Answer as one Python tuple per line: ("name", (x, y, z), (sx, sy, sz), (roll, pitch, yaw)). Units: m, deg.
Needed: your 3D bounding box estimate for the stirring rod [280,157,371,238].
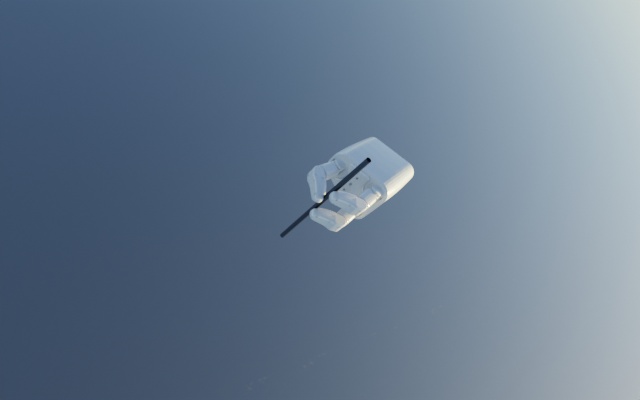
("stirring rod", (0.000, 0.002, 0.729), (0.011, 0.011, 0.240), (0, -28, -38))
